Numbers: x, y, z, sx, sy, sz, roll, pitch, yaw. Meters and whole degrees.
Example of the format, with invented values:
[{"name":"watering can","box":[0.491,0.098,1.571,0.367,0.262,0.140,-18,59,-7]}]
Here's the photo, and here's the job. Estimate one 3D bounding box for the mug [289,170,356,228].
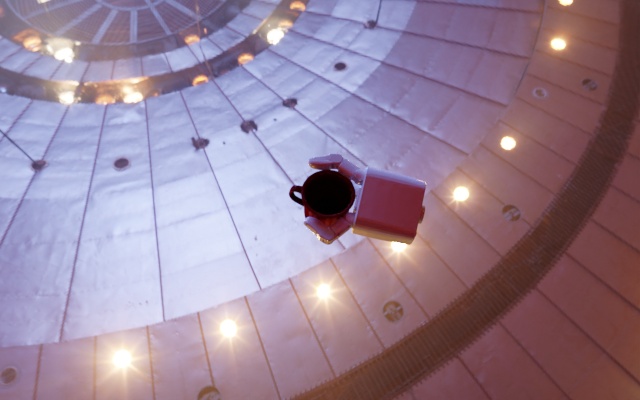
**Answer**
[{"name":"mug","box":[-0.001,0.003,0.845,0.117,0.093,0.081,14,-27,4]}]
